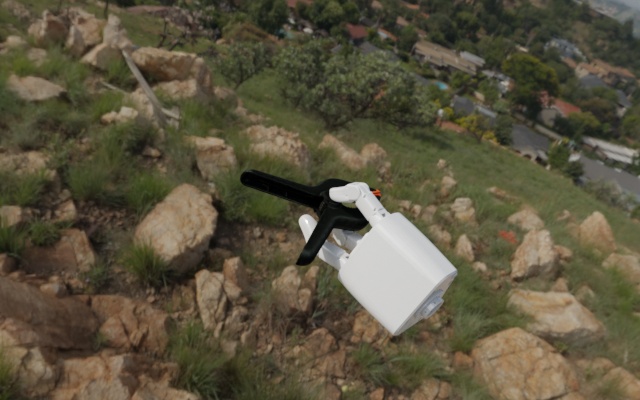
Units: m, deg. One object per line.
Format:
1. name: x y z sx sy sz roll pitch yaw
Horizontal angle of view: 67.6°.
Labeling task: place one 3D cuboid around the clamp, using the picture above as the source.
1. clamp: 0.001 0.002 0.670 0.210 0.036 0.164 -16 55 -44
